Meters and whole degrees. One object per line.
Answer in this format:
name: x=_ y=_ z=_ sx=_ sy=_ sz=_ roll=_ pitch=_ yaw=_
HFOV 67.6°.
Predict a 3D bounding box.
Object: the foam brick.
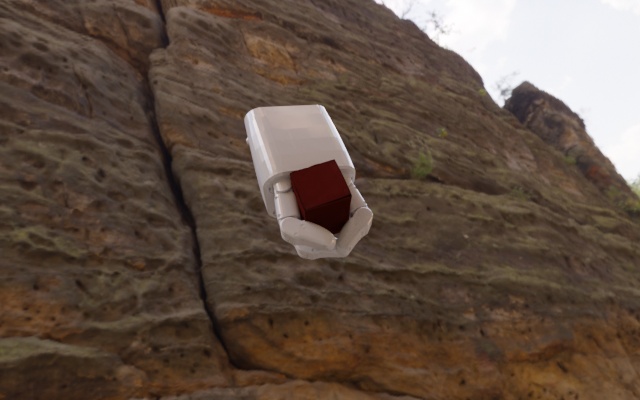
foam brick: x=0.000 y=0.002 z=0.524 sx=0.053 sy=0.051 sz=0.078 roll=-17 pitch=-29 yaw=-10
